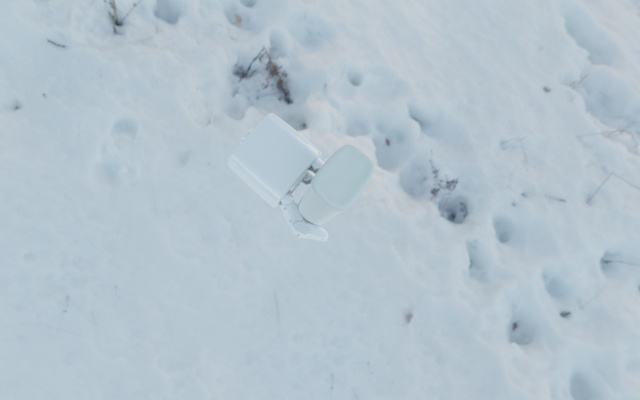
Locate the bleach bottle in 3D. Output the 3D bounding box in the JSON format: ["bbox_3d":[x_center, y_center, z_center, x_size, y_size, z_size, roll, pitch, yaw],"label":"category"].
[{"bbox_3d":[0.000,0.002,0.772,0.068,0.102,0.251,40,-25,-1],"label":"bleach bottle"}]
